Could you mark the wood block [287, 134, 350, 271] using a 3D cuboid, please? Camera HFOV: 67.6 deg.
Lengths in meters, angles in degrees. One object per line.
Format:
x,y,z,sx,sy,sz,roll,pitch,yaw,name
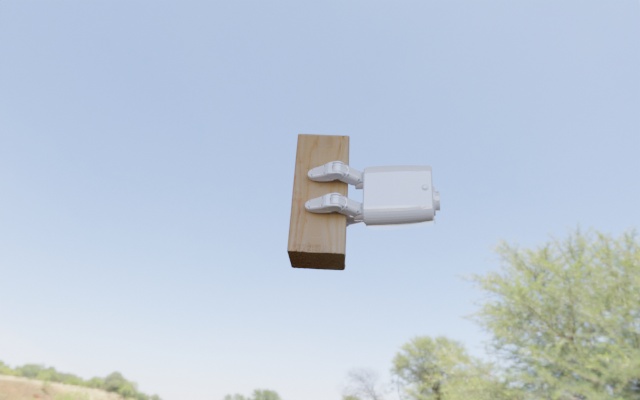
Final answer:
0.001,0.003,0.790,0.090,0.206,0.091,2,-25,4,wood block
